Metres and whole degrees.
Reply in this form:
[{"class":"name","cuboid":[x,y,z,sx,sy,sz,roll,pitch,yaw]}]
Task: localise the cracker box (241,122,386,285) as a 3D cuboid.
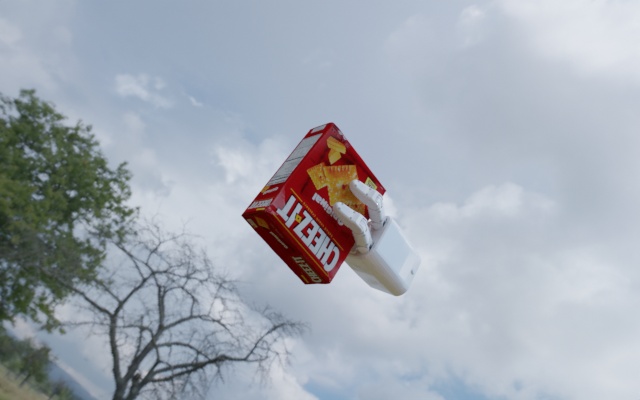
[{"class":"cracker box","cuboid":[0.000,0.002,0.774,0.072,0.164,0.213,-12,35,48]}]
